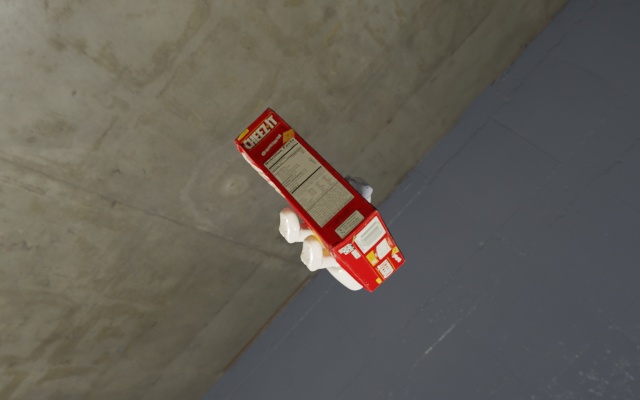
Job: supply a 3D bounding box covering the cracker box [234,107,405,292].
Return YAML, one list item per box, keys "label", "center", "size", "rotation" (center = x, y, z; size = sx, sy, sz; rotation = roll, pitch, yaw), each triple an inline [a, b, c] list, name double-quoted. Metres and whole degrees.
- label: "cracker box"
  center: [0.000, 0.002, 0.609]
  size: [0.213, 0.072, 0.164]
  rotation: [46, -3, 32]
